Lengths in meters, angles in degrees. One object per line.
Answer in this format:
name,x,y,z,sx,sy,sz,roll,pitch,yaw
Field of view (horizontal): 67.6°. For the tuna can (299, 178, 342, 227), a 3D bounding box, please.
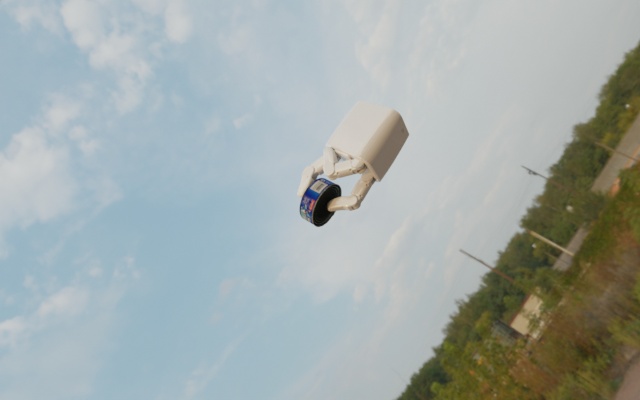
tuna can,0.000,0.003,0.868,0.033,0.086,0.086,28,14,27
